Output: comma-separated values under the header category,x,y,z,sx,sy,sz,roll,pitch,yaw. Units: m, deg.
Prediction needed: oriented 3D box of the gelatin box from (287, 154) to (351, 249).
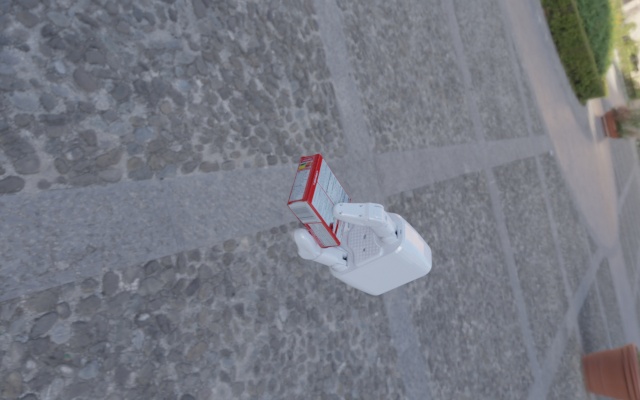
category,x,y,z,sx,sy,sz,roll,pitch,yaw
gelatin box,0.000,0.002,0.560,0.030,0.073,0.089,-9,-43,27
